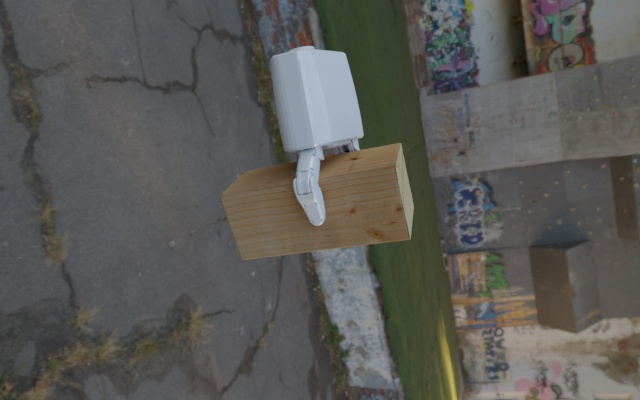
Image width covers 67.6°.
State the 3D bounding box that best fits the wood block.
[{"bbox_3d":[0.000,0.002,0.576,0.206,0.090,0.090,-9,21,17],"label":"wood block"}]
